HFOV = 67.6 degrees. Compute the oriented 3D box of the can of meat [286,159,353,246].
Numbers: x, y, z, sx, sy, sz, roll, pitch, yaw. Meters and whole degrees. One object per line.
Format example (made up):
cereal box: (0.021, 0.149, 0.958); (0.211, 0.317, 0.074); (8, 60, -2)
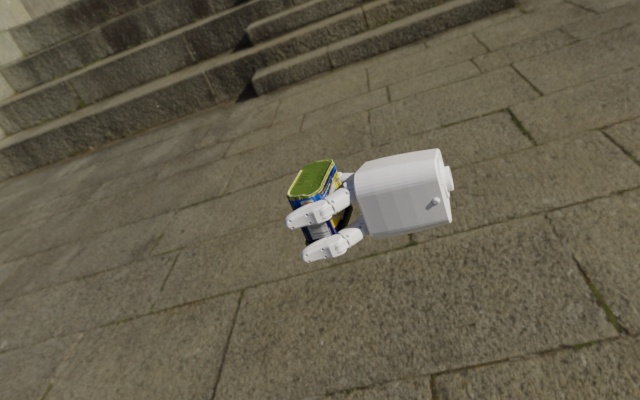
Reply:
can of meat: (0.000, 0.002, 0.662); (0.057, 0.084, 0.102); (-9, 30, 23)
